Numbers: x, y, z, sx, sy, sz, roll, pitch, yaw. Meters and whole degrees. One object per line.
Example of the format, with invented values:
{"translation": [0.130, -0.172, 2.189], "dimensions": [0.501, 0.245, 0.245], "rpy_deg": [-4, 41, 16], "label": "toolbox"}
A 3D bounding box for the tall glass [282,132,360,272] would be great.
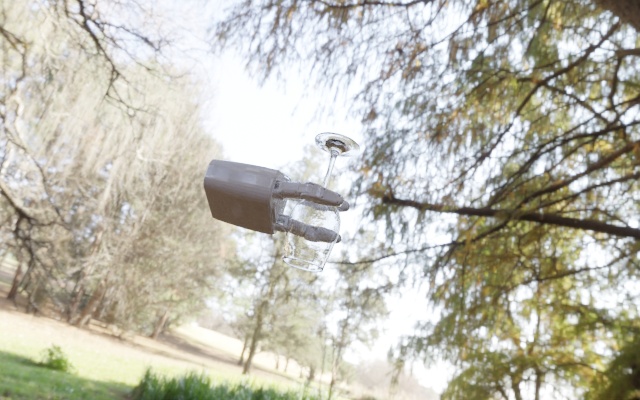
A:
{"translation": [0.000, 0.002, 0.713], "dimensions": [0.079, 0.201, 0.079], "rpy_deg": [14, -20, 5], "label": "tall glass"}
